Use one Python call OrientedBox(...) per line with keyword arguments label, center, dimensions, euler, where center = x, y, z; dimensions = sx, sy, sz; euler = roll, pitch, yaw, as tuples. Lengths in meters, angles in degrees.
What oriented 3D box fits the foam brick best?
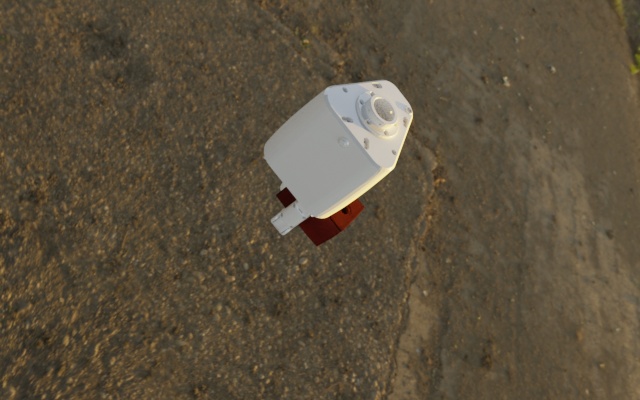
OrientedBox(label="foam brick", center=(0.000, 0.002, 0.538), dimensions=(0.051, 0.078, 0.053), euler=(-35, 5, 46))
